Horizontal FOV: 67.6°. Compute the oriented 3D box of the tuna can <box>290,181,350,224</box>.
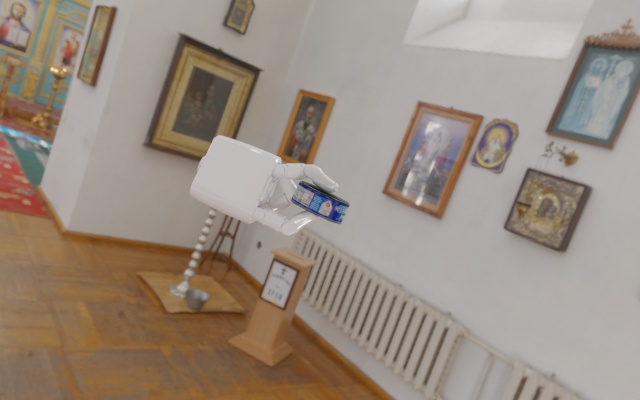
[{"bbox_3d":[0.000,0.002,0.724,0.086,0.034,0.086,25,5,-2],"label":"tuna can"}]
